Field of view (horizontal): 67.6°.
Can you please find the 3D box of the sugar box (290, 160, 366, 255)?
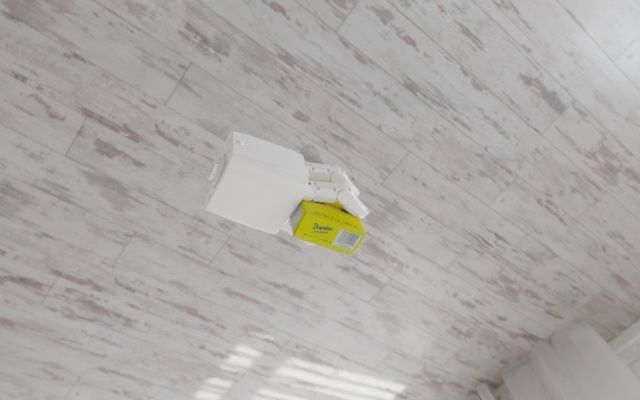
[{"bbox_3d":[0.000,0.002,0.693,0.093,0.048,0.176,20,27,-21],"label":"sugar box"}]
